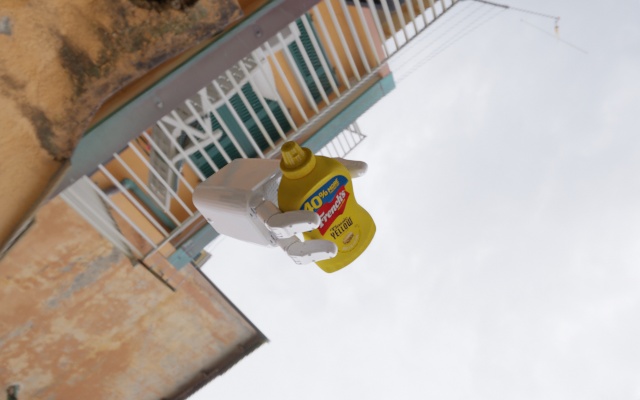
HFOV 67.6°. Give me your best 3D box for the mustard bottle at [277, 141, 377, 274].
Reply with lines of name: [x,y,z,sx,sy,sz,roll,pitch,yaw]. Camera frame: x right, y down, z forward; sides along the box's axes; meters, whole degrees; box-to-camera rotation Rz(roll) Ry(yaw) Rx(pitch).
mustard bottle: [0.000,0.002,0.586,0.096,0.192,0.058,-40,42,-11]
